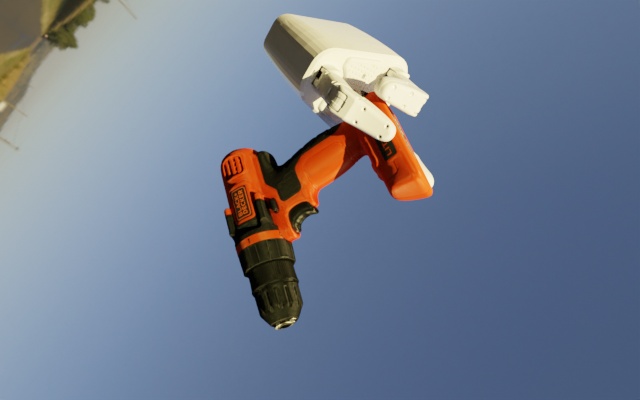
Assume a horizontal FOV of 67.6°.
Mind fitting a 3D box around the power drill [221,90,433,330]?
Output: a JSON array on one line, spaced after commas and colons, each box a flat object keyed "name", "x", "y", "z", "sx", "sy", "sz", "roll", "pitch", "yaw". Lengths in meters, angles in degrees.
[{"name": "power drill", "x": 0.000, "y": 0.001, "z": 0.434, "sx": 0.188, "sy": 0.184, "sz": 0.057, "roll": -27, "pitch": -25, "yaw": 15}]
